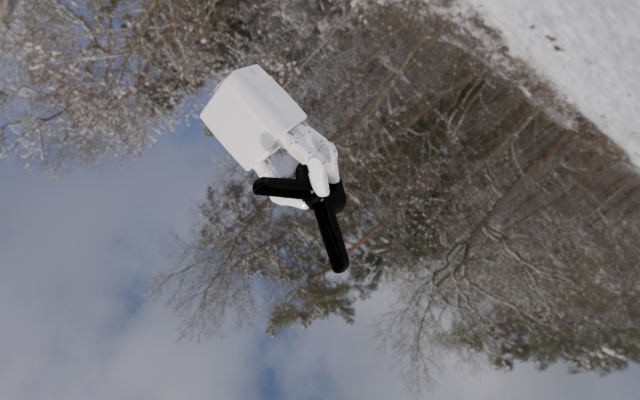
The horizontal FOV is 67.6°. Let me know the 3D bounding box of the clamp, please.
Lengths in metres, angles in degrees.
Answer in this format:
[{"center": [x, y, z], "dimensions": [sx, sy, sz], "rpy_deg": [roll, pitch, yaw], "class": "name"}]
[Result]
[{"center": [0.000, 0.002, 0.685], "dimensions": [0.036, 0.164, 0.210], "rpy_deg": [-37, 7, 27], "class": "clamp"}]
